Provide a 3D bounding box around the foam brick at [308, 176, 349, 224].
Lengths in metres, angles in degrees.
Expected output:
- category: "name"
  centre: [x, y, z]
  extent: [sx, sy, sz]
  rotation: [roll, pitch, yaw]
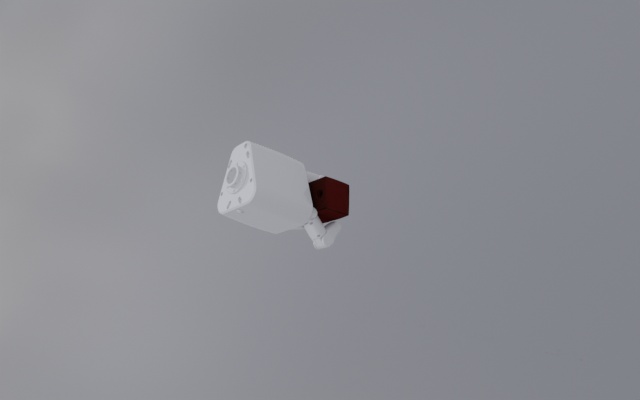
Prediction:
- category: "foam brick"
  centre: [0.000, 0.002, 0.746]
  extent: [0.051, 0.053, 0.078]
  rotation: [20, -29, -41]
